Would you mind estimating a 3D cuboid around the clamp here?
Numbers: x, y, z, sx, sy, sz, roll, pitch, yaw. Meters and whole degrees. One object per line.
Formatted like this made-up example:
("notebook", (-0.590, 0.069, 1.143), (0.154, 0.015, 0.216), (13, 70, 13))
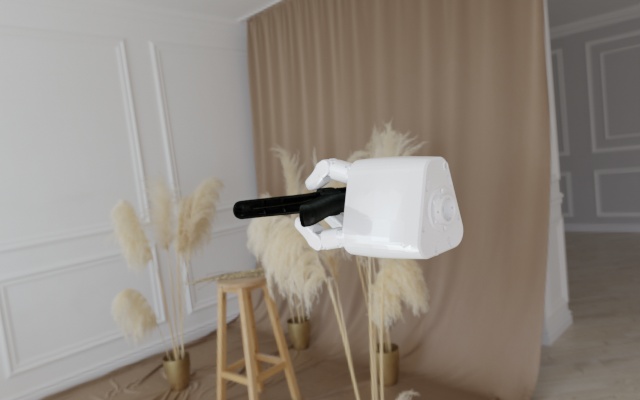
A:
("clamp", (0.001, 0.001, 0.635), (0.210, 0.036, 0.164), (-12, 10, -44))
